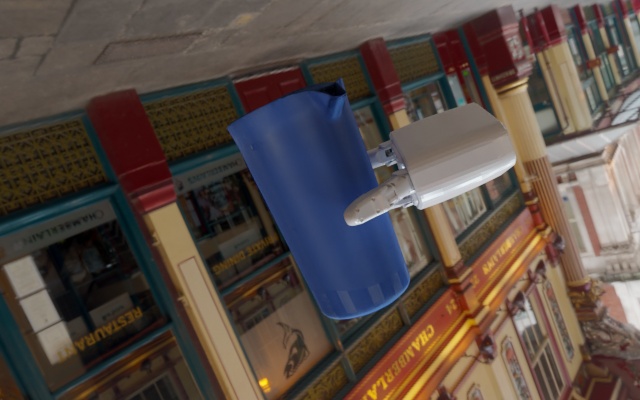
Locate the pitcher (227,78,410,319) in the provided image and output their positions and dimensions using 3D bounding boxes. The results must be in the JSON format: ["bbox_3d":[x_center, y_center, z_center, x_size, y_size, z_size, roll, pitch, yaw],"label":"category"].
[{"bbox_3d":[0.000,0.002,0.532,0.145,0.243,0.149,-22,7,5],"label":"pitcher"}]
